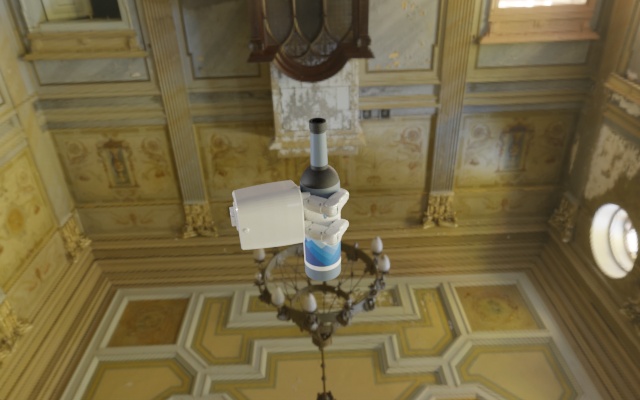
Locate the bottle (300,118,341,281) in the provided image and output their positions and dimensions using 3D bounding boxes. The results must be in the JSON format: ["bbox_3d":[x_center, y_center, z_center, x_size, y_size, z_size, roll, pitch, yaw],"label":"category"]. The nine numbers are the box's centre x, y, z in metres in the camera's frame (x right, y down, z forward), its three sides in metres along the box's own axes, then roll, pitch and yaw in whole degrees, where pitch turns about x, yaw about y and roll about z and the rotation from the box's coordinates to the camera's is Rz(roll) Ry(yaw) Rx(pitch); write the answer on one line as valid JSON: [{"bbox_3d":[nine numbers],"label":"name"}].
[{"bbox_3d":[0.000,0.003,0.814,0.069,0.296,0.069,-2,31,1],"label":"bottle"}]
